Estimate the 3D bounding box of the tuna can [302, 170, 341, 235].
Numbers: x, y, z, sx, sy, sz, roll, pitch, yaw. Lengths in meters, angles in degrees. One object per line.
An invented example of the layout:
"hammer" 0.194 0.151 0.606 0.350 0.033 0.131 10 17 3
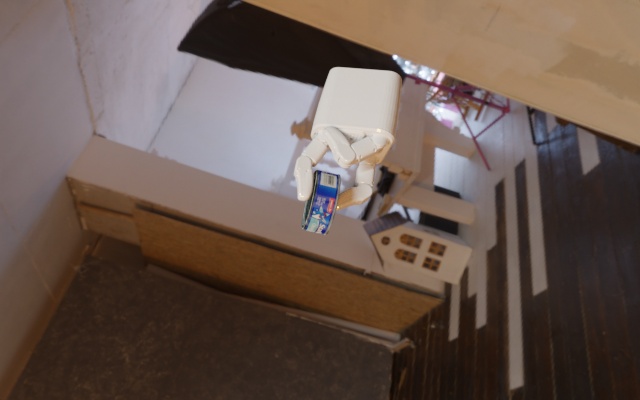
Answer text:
"tuna can" 0.000 0.002 0.651 0.034 0.086 0.086 13 -2 -8
